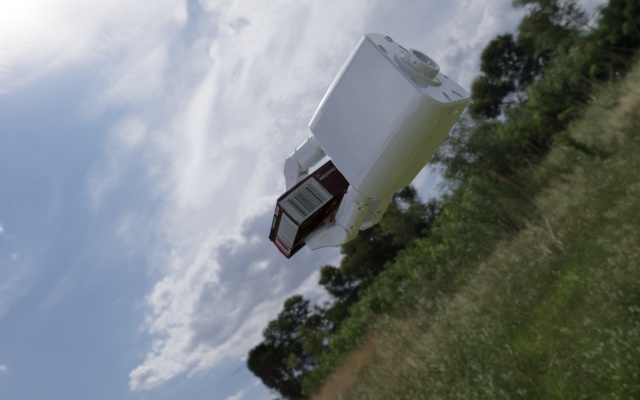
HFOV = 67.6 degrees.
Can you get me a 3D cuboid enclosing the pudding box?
[{"bbox_3d":[0.000,0.002,0.508,0.113,0.039,0.090,-37,-17,-26],"label":"pudding box"}]
